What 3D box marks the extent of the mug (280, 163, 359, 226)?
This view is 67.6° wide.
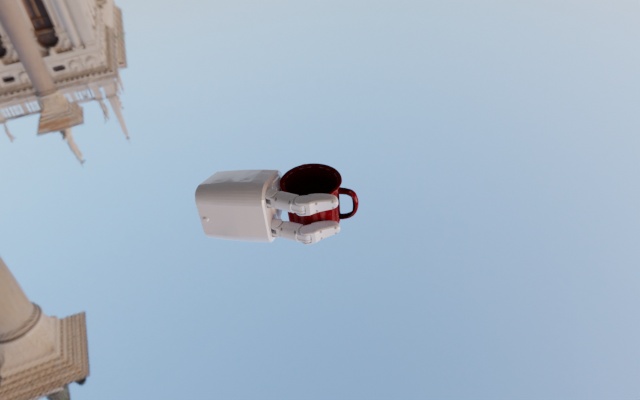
[{"bbox_3d":[0.002,0.003,0.729,0.117,0.082,0.093,3,38,10],"label":"mug"}]
